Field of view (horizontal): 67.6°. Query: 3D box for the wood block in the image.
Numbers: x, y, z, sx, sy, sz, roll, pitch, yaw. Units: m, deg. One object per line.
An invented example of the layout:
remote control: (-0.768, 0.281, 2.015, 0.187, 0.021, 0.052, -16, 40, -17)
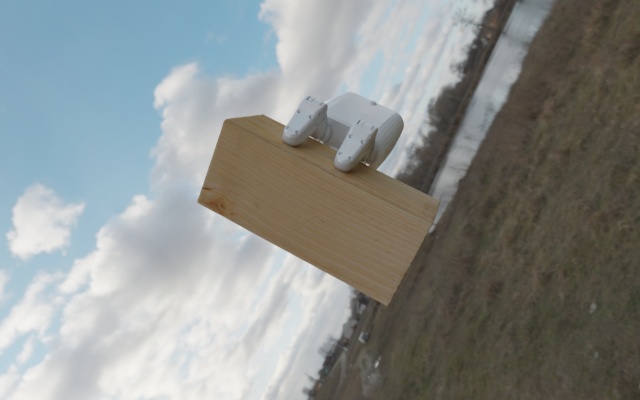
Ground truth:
wood block: (0.000, 0.002, 0.468, 0.206, 0.091, 0.090, 27, 20, 11)
